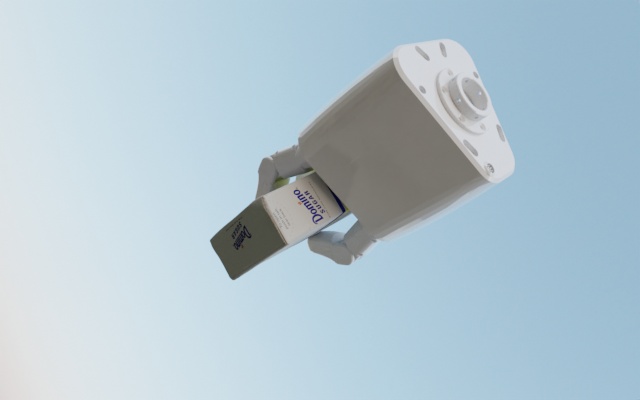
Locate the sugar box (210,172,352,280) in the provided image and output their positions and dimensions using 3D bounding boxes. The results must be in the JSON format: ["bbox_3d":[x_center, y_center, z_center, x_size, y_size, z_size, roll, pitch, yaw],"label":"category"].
[{"bbox_3d":[0.000,0.001,0.412,0.176,0.048,0.093,-24,-8,-43],"label":"sugar box"}]
